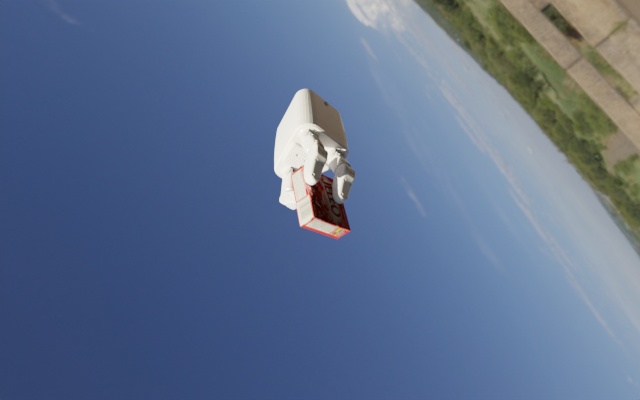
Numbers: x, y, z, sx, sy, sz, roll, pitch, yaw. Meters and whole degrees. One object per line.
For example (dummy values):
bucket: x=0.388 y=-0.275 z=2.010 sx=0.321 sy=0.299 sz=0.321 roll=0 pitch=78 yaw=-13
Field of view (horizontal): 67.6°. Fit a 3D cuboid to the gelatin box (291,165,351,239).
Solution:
gelatin box: x=0.000 y=0.003 z=0.661 sx=0.030 sy=0.089 sz=0.073 roll=-35 pitch=-39 yaw=31
